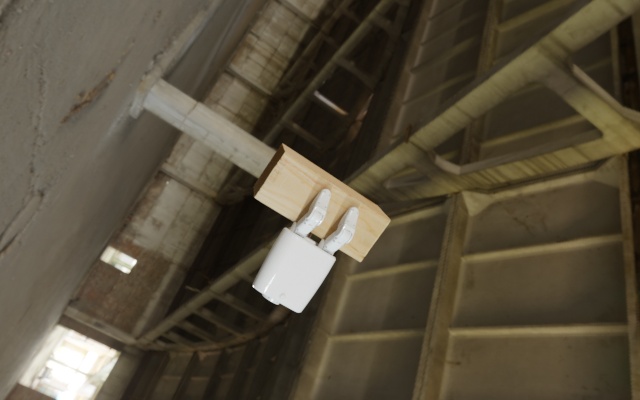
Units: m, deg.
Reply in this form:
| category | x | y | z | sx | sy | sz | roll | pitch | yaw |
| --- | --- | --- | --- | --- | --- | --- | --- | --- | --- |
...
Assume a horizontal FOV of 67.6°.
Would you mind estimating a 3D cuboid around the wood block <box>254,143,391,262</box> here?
| category | x | y | z | sx | sy | sz | roll | pitch | yaw |
| --- | --- | --- | --- | --- | --- | --- | --- | --- | --- |
| wood block | 0.000 | 0.003 | 0.795 | 0.206 | 0.090 | 0.090 | 33 | 8 | -15 |
